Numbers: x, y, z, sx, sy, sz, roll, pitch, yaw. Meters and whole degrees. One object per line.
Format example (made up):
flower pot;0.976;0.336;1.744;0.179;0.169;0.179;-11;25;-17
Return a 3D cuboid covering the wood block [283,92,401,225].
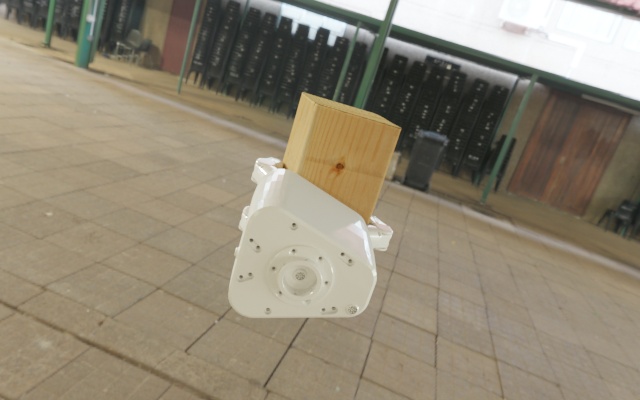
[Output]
wood block;0.000;0.002;0.513;0.091;0.206;0.090;13;16;-16
